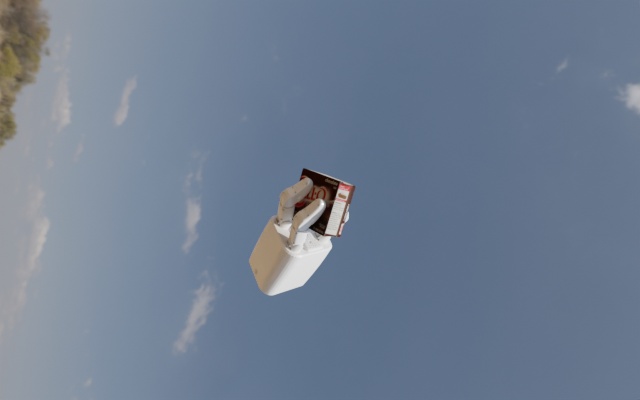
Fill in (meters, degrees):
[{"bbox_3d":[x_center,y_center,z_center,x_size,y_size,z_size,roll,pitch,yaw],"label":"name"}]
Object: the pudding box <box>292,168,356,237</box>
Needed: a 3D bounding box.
[{"bbox_3d":[0.000,0.003,0.778,0.039,0.090,0.113,11,7,-38],"label":"pudding box"}]
